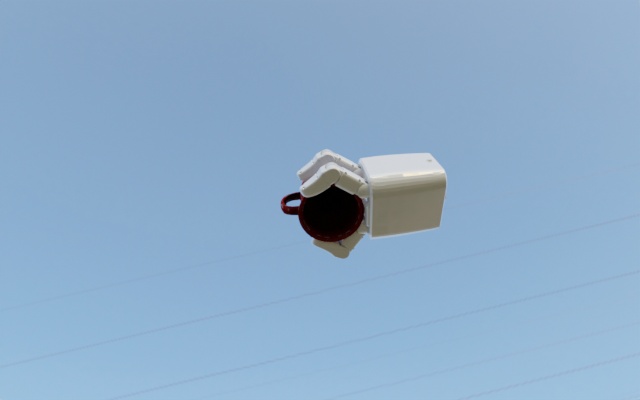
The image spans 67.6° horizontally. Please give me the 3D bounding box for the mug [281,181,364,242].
[{"bbox_3d":[-0.001,0.002,0.700,0.117,0.093,0.081,-6,26,-2],"label":"mug"}]
